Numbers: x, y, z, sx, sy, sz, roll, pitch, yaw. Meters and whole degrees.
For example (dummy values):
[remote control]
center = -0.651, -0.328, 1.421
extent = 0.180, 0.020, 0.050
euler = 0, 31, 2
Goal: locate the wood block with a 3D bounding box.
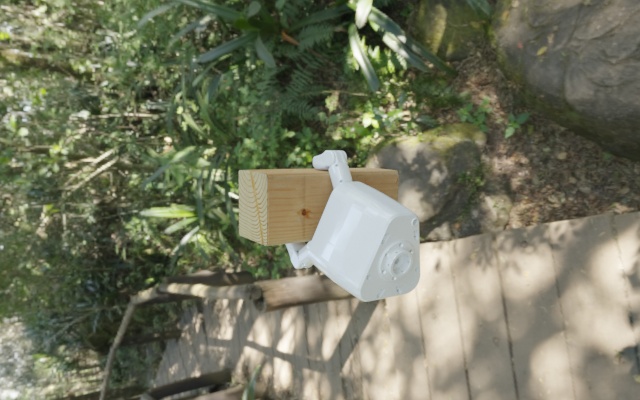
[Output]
[wood block]
center = 0.000, 0.002, 0.661
extent = 0.206, 0.091, 0.090
euler = -3, 8, -32
